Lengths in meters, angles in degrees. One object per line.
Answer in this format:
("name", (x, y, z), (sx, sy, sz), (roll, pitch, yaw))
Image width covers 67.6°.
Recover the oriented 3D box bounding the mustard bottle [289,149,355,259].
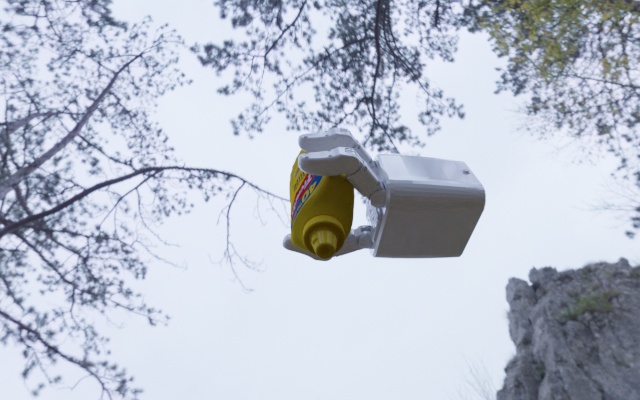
("mustard bottle", (0.000, 0.002, 0.523), (0.058, 0.096, 0.191), (25, 24, -16))
